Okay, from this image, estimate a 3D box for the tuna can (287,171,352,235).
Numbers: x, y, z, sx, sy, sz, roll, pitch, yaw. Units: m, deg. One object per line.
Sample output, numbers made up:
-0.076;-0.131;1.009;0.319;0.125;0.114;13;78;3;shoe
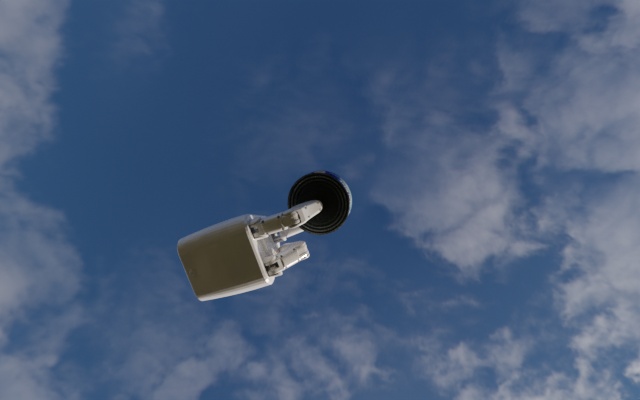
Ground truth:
0.000;0.002;0.657;0.086;0.086;0.033;0;10;12;tuna can
